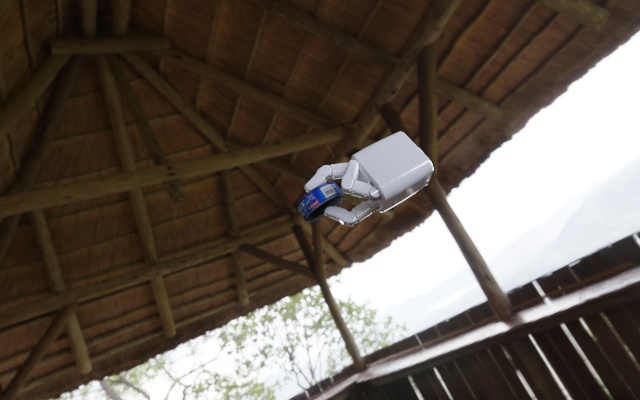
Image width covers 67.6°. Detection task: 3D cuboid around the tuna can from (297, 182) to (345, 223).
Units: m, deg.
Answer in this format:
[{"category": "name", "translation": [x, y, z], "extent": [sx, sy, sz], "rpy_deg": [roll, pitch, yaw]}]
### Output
[{"category": "tuna can", "translation": [0.000, 0.002, 0.877], "extent": [0.086, 0.033, 0.086], "rpy_deg": [-31, -16, -10]}]
